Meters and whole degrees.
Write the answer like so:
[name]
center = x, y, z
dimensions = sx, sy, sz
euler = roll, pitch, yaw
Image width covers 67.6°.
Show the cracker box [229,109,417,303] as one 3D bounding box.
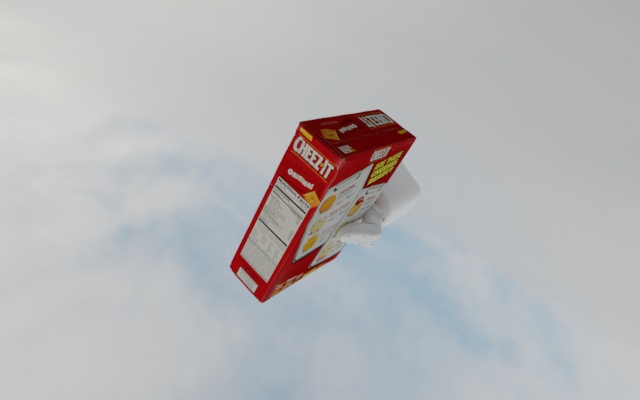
[cracker box]
center = 0.000, 0.002, 0.563
dimensions = 0.072, 0.214, 0.164
euler = 42, 33, 19
